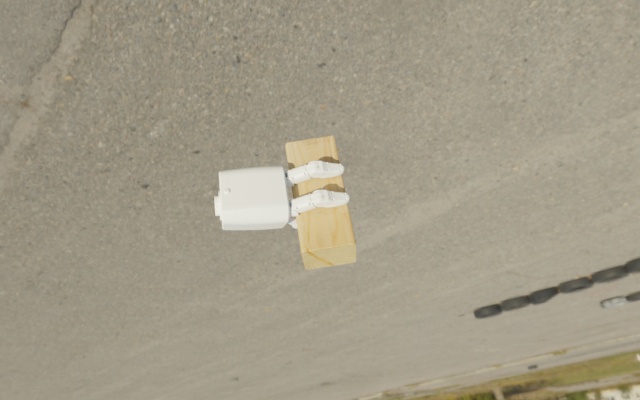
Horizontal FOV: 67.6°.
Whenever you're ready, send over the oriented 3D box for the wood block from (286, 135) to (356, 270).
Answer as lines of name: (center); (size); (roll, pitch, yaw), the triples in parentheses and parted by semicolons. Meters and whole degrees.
wood block: (0.000, 0.003, 0.824); (0.090, 0.206, 0.091); (-9, -26, -1)
